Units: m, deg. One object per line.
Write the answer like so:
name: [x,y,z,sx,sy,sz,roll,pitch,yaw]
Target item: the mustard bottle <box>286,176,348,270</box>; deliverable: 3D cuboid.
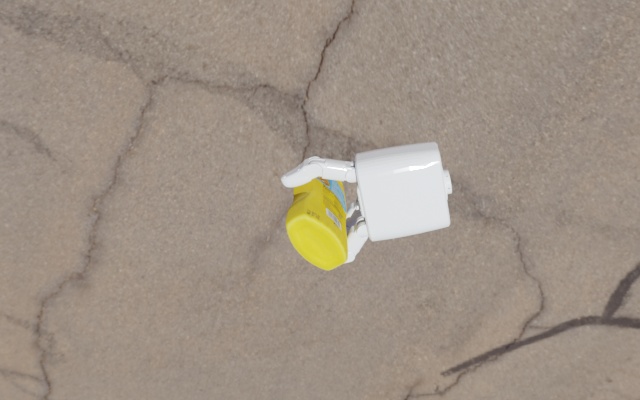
mustard bottle: [0.000,0.002,0.670,0.058,0.096,0.191,-32,27,22]
